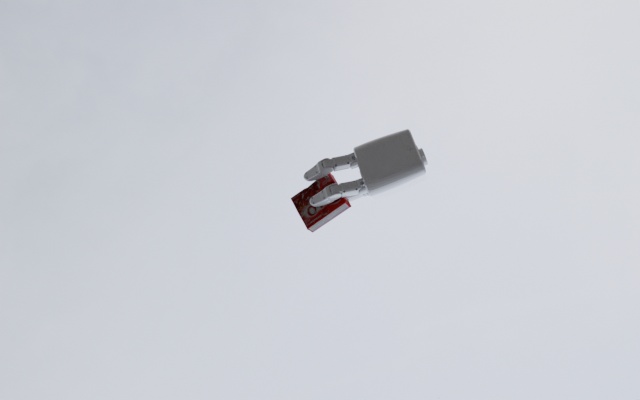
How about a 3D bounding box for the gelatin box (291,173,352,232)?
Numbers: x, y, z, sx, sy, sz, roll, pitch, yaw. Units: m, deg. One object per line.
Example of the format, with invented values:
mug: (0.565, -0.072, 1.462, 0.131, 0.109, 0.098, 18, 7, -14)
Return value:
gelatin box: (0.000, 0.003, 0.866, 0.089, 0.073, 0.030, -35, -28, 9)
